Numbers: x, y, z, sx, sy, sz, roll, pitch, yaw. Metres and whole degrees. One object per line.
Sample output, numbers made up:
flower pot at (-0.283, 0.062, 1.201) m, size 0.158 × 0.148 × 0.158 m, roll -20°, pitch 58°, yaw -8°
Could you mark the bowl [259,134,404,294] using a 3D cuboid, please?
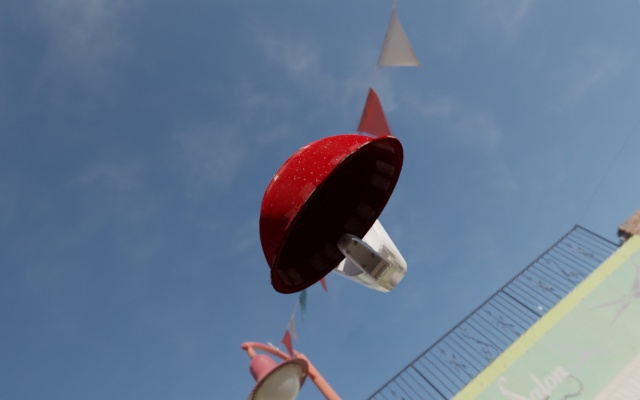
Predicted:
bowl at (0.000, 0.000, 0.411) m, size 0.055 × 0.162 × 0.162 m, roll 39°, pitch 17°, yaw 23°
